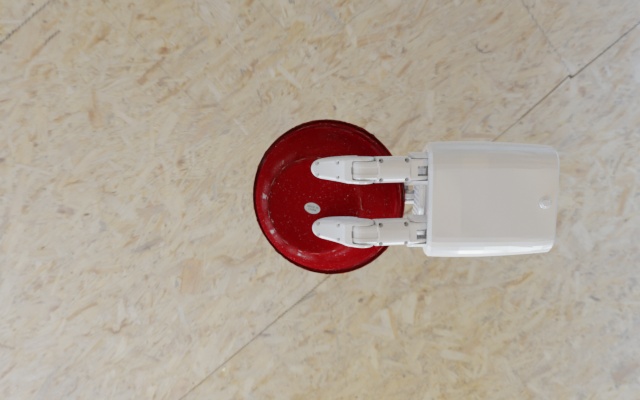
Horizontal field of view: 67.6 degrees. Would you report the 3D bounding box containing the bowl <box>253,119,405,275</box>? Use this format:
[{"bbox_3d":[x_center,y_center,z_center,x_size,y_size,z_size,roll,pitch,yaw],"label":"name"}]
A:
[{"bbox_3d":[-0.001,0.002,0.468,0.162,0.162,0.055,0,8,14],"label":"bowl"}]
